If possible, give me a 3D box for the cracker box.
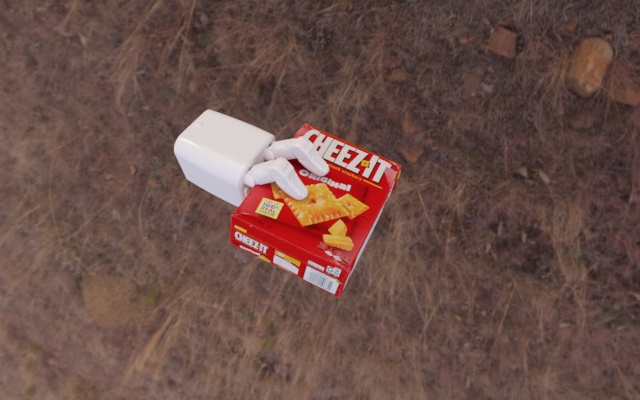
[{"bbox_3d":[0.000,0.002,0.660,0.164,0.213,0.072,25,-40,8],"label":"cracker box"}]
